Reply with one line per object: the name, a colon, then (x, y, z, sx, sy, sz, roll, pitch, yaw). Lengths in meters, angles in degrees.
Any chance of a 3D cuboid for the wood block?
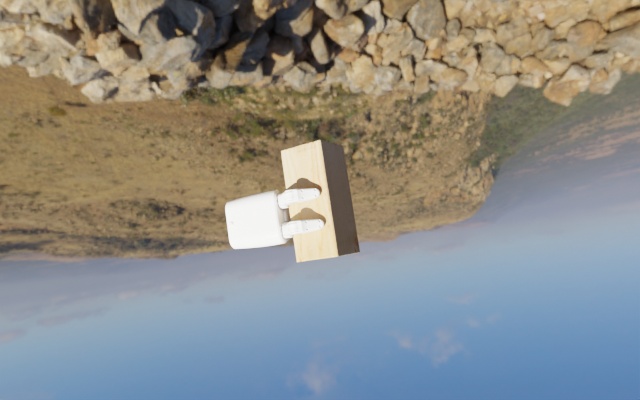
wood block: (0.000, 0.003, 0.883, 0.090, 0.206, 0.091, -12, -7, 30)
